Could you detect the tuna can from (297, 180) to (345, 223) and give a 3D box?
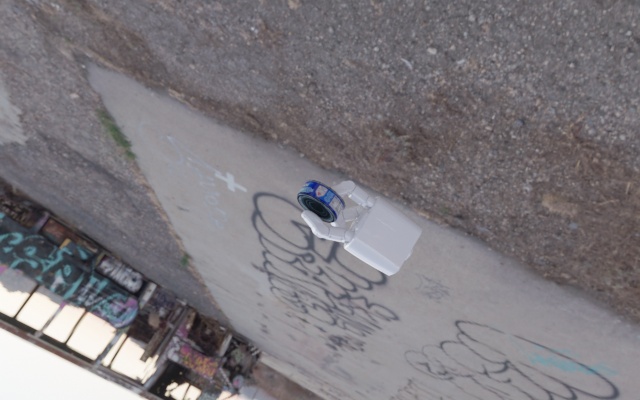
[{"bbox_3d":[0.000,0.003,0.865,0.086,0.033,0.086,29,-22,13],"label":"tuna can"}]
